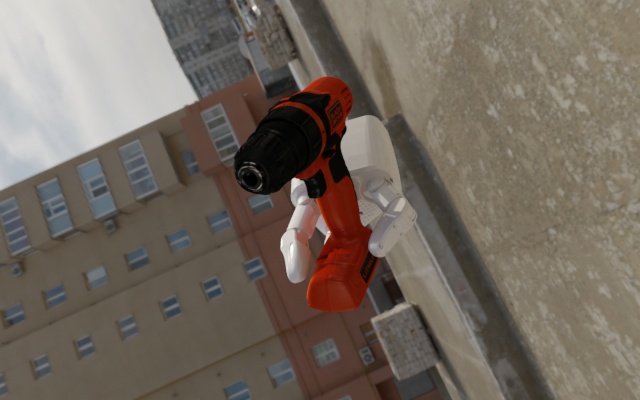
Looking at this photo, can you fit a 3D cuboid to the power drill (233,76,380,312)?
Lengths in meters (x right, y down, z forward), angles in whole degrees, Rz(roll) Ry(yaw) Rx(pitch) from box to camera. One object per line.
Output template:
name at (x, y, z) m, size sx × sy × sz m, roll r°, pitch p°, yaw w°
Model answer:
power drill at (0.000, 0.002, 0.414) m, size 0.057 × 0.188 × 0.184 m, roll -1°, pitch 28°, yaw 24°
